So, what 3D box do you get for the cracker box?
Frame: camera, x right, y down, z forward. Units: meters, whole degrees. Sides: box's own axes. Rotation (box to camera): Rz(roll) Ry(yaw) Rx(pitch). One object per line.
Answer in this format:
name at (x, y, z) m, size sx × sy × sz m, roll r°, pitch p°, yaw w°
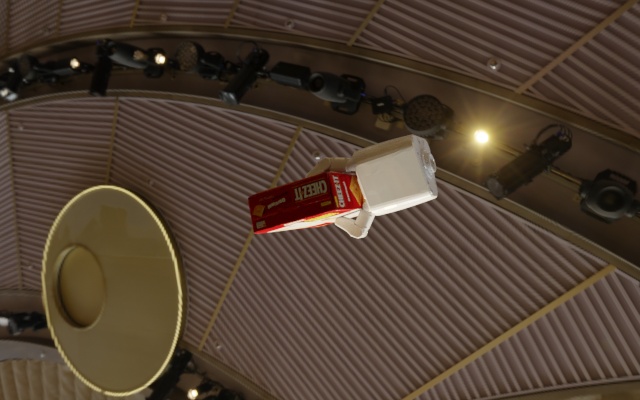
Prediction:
cracker box at (0.000, 0.003, 0.856) m, size 0.164 × 0.072 × 0.214 m, roll -17°, pitch -8°, yaw 28°
